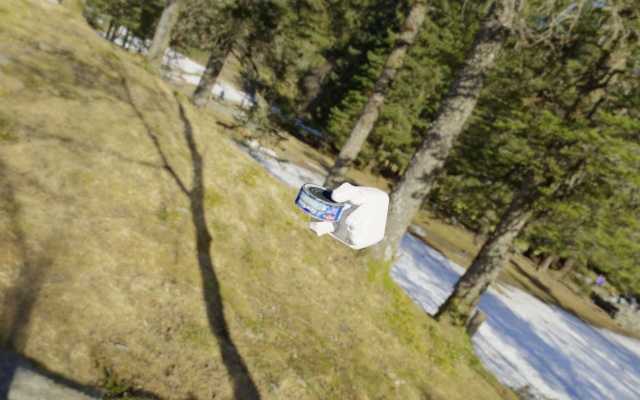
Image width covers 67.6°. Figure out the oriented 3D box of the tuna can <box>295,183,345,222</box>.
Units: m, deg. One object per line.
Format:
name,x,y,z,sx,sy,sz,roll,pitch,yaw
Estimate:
tuna can,0.000,0.002,0.841,0.086,0.034,0.086,22,18,-7
